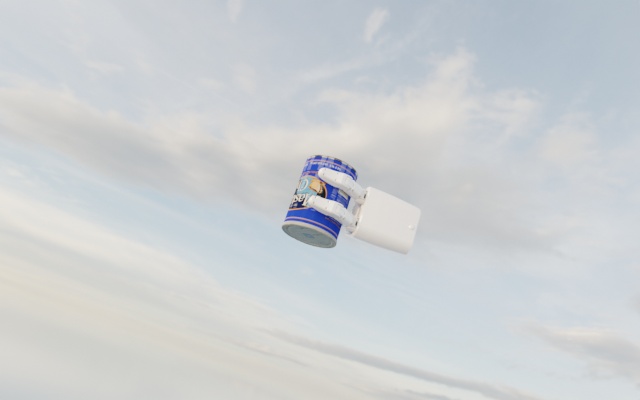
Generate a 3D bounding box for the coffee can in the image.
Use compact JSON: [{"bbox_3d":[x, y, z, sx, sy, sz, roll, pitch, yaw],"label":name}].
[{"bbox_3d":[0.000,0.003,0.870,0.103,0.140,0.103,17,-21,7],"label":"coffee can"}]
